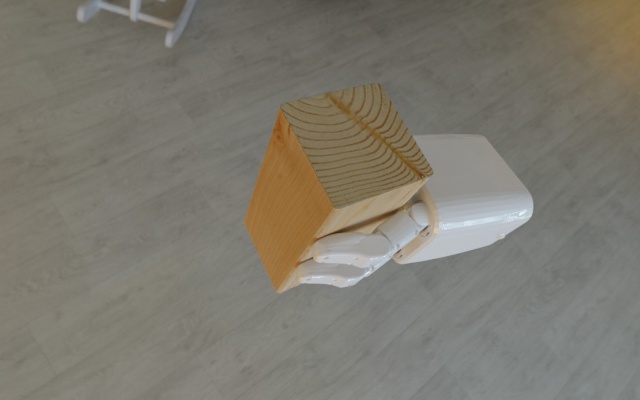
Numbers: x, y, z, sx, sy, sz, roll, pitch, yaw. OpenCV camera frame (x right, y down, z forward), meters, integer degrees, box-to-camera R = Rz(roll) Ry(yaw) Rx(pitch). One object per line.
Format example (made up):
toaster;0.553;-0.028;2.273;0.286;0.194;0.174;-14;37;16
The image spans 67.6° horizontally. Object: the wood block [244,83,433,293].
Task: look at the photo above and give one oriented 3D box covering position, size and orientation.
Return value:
wood block;0.000;0.001;0.432;0.090;0.090;0.206;-19;-20;-25
